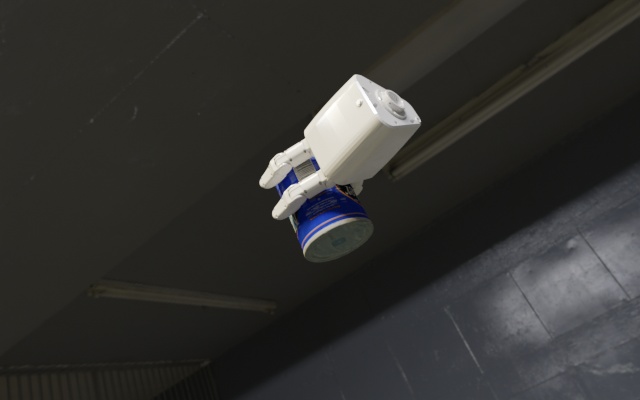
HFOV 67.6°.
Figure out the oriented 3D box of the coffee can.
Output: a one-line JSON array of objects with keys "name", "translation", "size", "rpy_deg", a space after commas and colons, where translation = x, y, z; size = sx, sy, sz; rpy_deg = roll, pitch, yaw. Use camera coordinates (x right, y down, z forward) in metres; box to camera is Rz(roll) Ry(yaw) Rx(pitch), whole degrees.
[{"name": "coffee can", "translation": [0.000, 0.002, 0.682], "size": [0.103, 0.140, 0.103], "rpy_deg": [-19, -29, -11]}]
